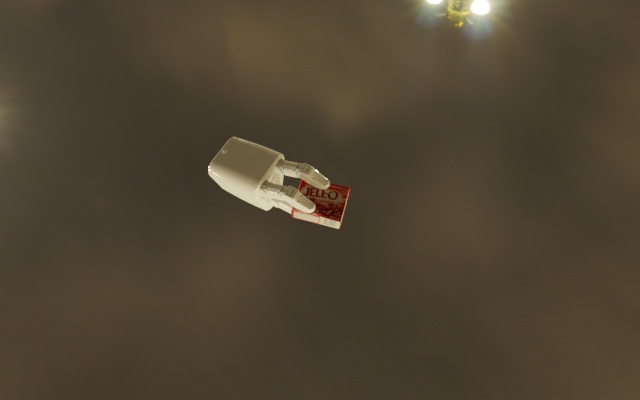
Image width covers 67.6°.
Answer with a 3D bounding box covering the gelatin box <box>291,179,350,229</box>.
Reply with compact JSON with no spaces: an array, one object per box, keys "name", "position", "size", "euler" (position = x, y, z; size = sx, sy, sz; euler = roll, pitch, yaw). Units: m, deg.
[{"name":"gelatin box","position":[0.000,0.003,0.844],"size":[0.089,0.073,0.030],"euler":[14,-31,4]}]
